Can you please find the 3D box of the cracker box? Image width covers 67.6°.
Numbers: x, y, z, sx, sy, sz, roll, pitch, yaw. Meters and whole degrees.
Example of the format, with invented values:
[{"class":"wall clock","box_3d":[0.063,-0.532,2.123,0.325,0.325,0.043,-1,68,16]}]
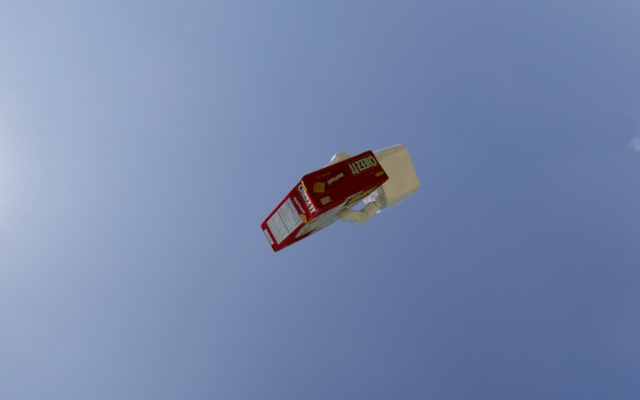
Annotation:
[{"class":"cracker box","box_3d":[0.000,0.003,0.883,0.164,0.072,0.214,-25,-11,-34]}]
